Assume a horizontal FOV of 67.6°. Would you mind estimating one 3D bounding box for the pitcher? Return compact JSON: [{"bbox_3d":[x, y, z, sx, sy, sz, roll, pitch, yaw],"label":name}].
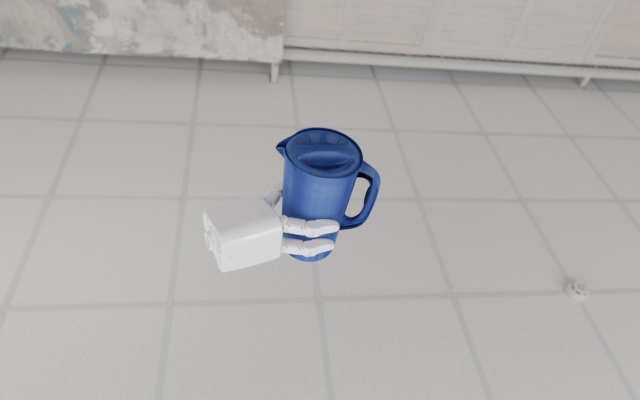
[{"bbox_3d":[0.000,0.003,0.867,0.145,0.243,0.149,-16,50,-25],"label":"pitcher"}]
